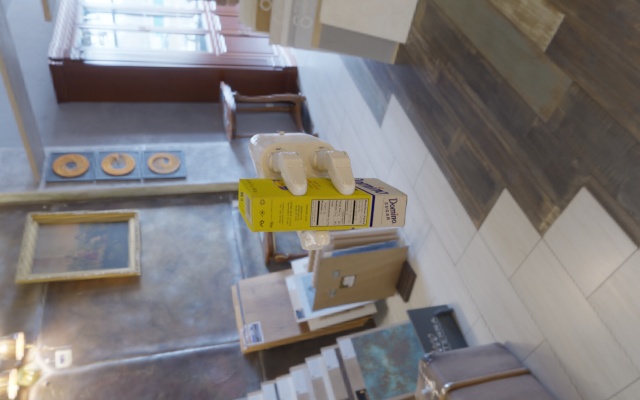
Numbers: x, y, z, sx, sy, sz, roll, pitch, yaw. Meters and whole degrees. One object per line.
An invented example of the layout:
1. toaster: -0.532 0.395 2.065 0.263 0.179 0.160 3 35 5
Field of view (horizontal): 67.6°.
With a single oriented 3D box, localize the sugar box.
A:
1. sugar box: 0.000 0.001 0.549 0.176 0.048 0.093 -4 16 -18
